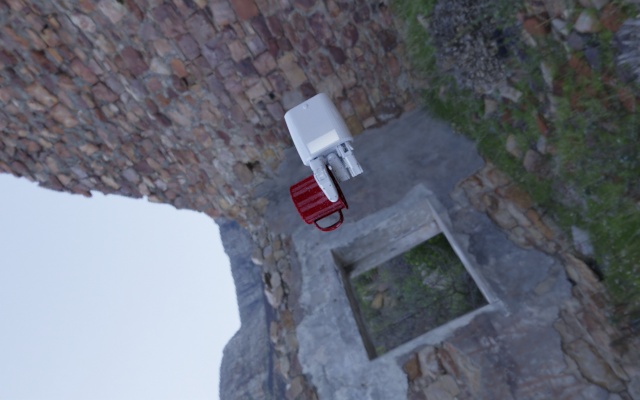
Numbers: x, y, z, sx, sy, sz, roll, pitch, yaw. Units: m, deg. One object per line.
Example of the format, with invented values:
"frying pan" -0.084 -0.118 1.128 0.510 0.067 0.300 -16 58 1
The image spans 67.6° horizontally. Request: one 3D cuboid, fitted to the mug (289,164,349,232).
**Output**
"mug" 0.001 0.004 0.881 0.081 0.117 0.093 -27 -17 7
